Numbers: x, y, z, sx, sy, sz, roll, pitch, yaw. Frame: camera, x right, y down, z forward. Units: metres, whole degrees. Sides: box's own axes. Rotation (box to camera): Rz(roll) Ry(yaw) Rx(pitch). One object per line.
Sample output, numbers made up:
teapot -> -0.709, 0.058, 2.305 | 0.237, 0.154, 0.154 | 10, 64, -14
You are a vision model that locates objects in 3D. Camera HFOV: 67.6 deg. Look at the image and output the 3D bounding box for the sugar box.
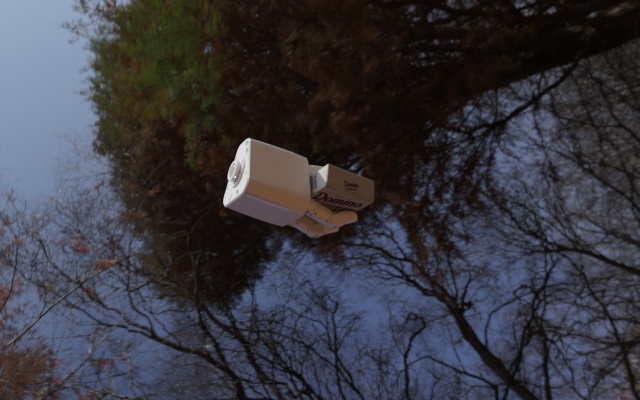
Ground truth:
sugar box -> 0.000, 0.003, 0.802 | 0.093, 0.048, 0.176 | 18, -27, -28
